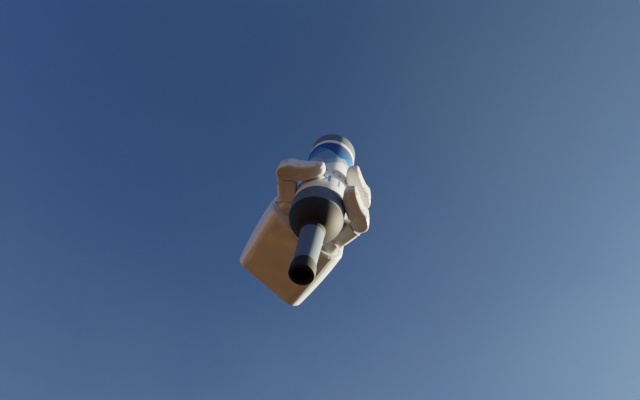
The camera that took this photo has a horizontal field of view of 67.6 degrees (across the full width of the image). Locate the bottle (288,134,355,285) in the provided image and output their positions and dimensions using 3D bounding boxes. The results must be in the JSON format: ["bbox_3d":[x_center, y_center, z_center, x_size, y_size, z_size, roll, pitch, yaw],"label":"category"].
[{"bbox_3d":[0.000,0.002,0.603,0.069,0.069,0.295,0,30,9],"label":"bottle"}]
